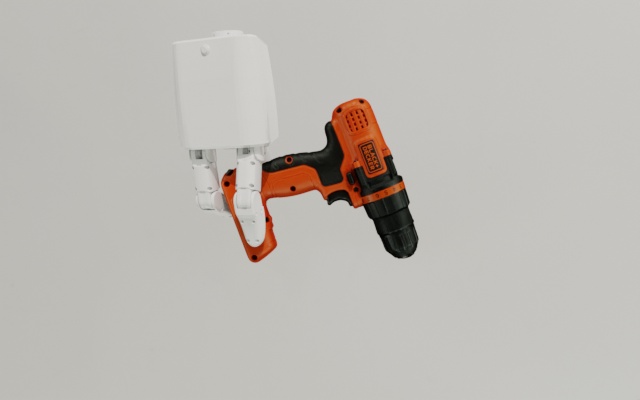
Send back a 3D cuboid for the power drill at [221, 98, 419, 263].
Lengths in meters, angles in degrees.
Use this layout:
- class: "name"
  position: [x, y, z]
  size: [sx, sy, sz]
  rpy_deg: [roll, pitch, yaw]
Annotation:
- class: "power drill"
  position: [0.000, 0.002, 0.527]
  size: [0.187, 0.184, 0.057]
  rpy_deg: [-21, 1, 0]
